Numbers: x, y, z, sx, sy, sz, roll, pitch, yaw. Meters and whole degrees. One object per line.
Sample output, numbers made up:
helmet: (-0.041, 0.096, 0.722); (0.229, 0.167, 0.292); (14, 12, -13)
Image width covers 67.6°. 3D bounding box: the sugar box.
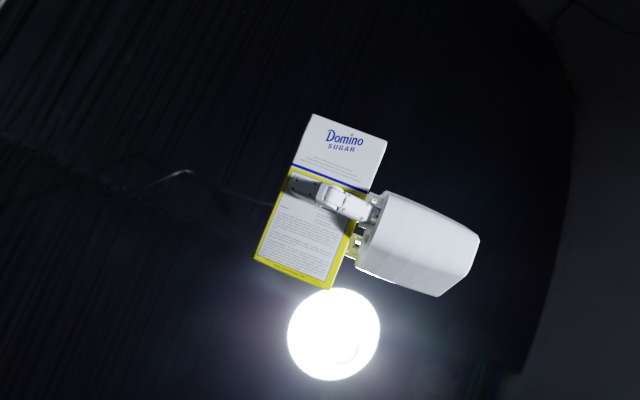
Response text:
sugar box: (0.000, 0.002, 0.534); (0.093, 0.176, 0.048); (22, -12, 5)
